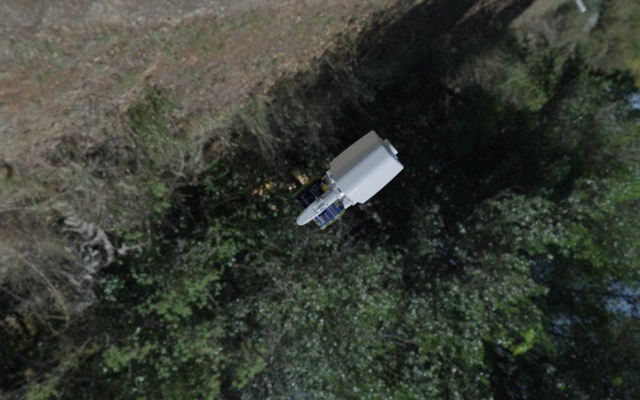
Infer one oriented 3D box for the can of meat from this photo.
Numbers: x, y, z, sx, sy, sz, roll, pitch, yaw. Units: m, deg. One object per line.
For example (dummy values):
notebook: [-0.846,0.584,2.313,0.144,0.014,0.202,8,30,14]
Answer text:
can of meat: [0.000,0.003,0.898,0.057,0.084,0.102,-40,0,9]
